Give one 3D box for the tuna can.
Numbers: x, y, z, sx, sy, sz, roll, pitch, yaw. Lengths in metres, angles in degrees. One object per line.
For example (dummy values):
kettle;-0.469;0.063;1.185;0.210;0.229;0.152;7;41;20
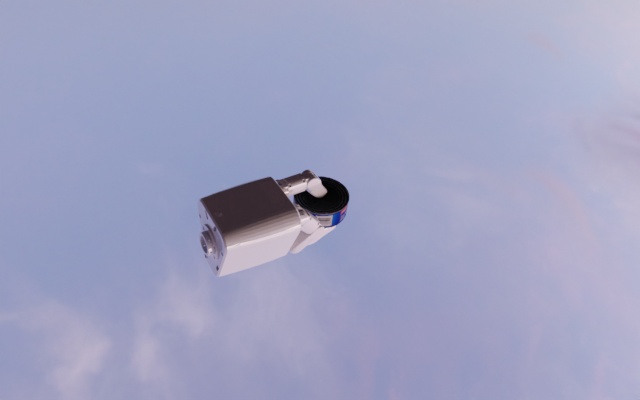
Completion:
tuna can;0.000;0.003;0.735;0.086;0.034;0.086;4;42;-3
